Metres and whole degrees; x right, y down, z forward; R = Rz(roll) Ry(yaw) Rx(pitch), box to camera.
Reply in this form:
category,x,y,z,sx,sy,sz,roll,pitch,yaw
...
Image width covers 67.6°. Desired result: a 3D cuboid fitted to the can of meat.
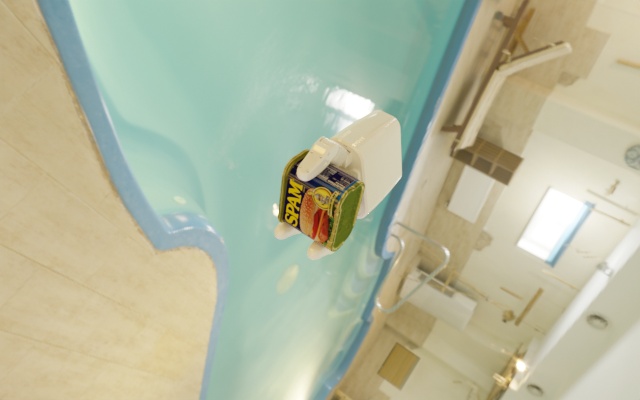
category,x,y,z,sx,sy,sz,roll,pitch,yaw
can of meat,0.000,0.002,0.581,0.084,0.102,0.057,30,44,22
